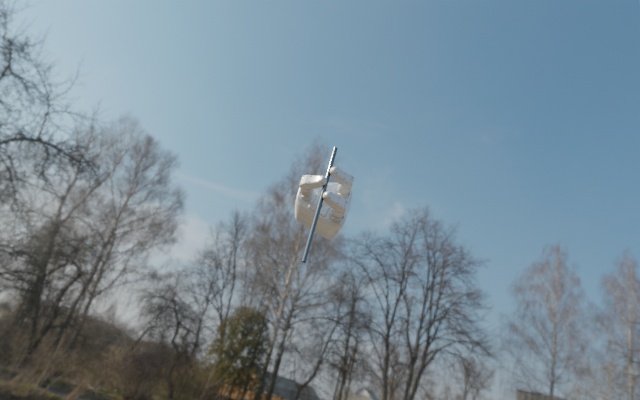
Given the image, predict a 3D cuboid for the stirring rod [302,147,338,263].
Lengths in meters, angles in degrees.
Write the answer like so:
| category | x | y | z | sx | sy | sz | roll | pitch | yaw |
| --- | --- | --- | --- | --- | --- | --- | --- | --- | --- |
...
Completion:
| category | x | y | z | sx | sy | sz | roll | pitch | yaw |
| --- | --- | --- | --- | --- | --- | --- | --- | --- | --- |
| stirring rod | 0.000 | 0.003 | 0.895 | 0.011 | 0.239 | 0.011 | 13 | -23 | 6 |
